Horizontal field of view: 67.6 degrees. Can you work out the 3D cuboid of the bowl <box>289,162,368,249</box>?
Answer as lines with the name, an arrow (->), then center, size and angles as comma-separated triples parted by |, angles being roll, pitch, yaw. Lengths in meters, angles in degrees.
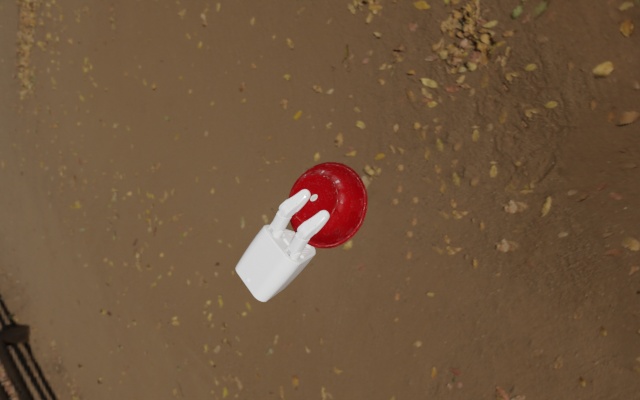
bowl -> 0.001, 0.002, 0.852 | 0.162, 0.162, 0.055 | 0, -11, 26
